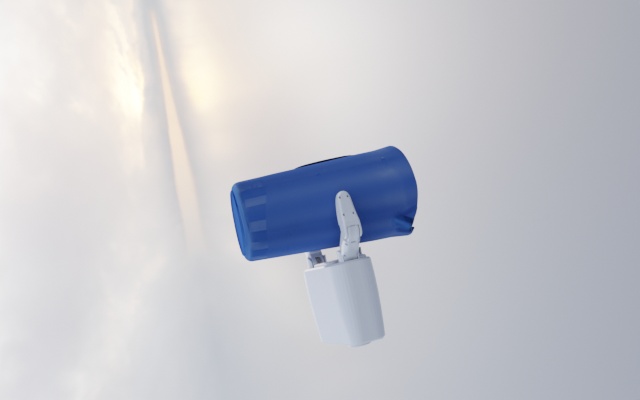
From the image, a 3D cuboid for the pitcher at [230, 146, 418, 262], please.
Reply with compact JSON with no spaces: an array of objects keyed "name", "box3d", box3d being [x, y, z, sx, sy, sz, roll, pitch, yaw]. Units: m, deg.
[{"name":"pitcher","box3d":[0.000,0.002,0.673,0.243,0.145,0.149,-11,-7,-15]}]
